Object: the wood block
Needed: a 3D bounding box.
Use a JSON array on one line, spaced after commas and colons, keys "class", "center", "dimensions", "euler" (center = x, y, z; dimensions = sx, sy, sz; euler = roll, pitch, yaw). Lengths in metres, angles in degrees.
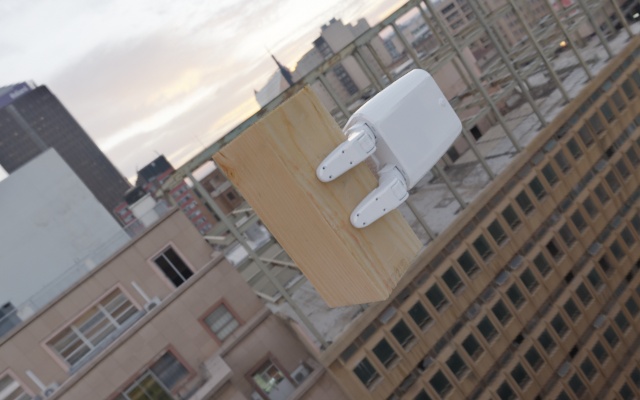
[{"class": "wood block", "center": [0.000, 0.001, 0.493], "dimensions": [0.091, 0.206, 0.090], "euler": [-23, 17, 50]}]
